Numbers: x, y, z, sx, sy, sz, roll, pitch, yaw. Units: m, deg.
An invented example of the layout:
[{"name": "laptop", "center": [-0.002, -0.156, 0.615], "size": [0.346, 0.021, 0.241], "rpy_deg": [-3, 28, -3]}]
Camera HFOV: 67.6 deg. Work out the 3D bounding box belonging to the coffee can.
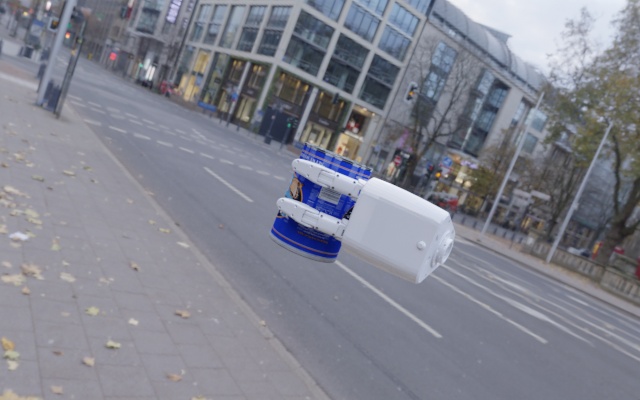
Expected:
[{"name": "coffee can", "center": [0.000, 0.002, 0.669], "size": [0.103, 0.140, 0.103], "rpy_deg": [21, 7, -3]}]
